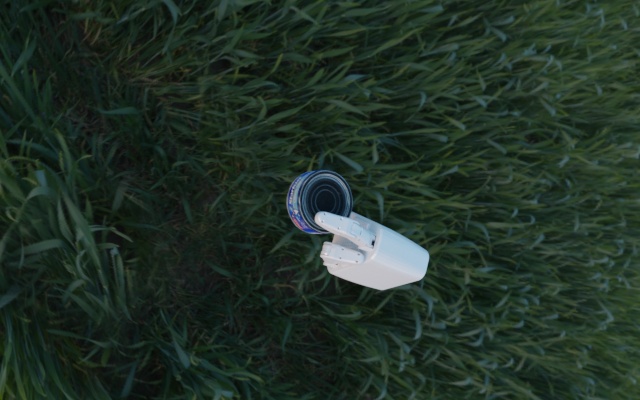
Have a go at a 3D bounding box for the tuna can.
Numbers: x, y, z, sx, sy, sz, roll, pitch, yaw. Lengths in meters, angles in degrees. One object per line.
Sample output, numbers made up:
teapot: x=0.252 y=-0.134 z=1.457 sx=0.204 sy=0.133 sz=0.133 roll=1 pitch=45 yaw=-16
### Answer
tuna can: x=0.000 y=0.002 z=0.636 sx=0.086 sy=0.086 sz=0.034 roll=0 pitch=-2 yaw=-31
